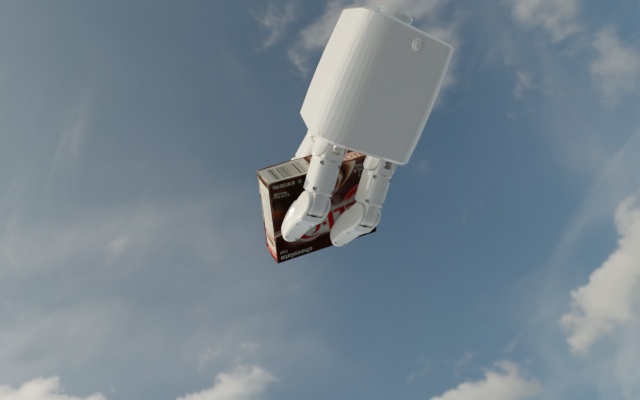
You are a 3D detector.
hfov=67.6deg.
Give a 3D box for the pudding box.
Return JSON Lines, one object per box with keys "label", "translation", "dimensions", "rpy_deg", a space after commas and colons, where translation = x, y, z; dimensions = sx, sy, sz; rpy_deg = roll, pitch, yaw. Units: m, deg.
{"label": "pudding box", "translation": [0.000, 0.001, 0.461], "dimensions": [0.113, 0.090, 0.039], "rpy_deg": [-15, 34, -18]}
